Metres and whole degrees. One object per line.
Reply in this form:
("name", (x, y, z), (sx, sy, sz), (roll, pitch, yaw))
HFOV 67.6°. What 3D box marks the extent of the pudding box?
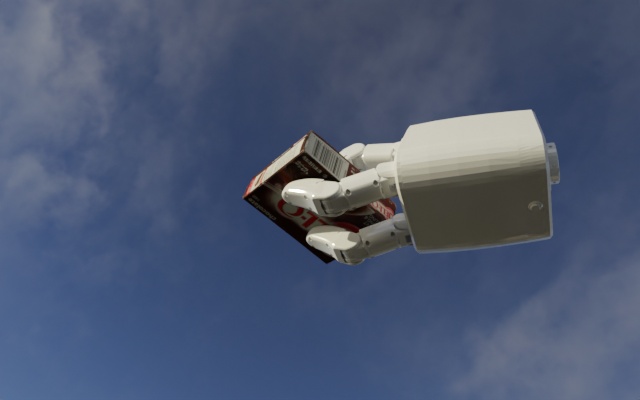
("pudding box", (0.000, 0.001, 0.442), (0.113, 0.039, 0.090), (41, -51, -19))
